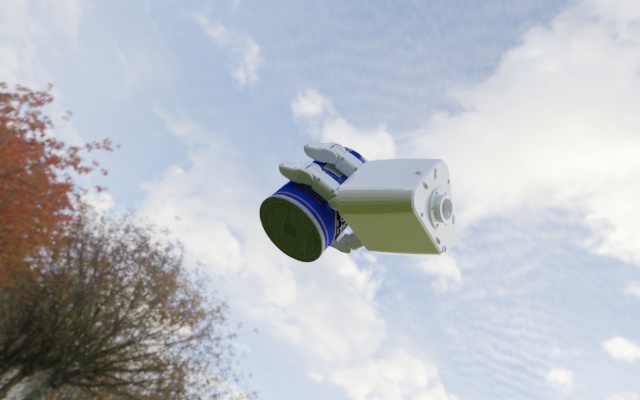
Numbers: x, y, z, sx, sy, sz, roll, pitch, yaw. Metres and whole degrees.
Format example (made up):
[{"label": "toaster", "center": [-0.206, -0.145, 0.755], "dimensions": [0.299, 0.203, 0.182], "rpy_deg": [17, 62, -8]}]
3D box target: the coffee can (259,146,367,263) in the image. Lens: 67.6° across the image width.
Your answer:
[{"label": "coffee can", "center": [0.000, 0.002, 0.653], "dimensions": [0.103, 0.103, 0.140], "rpy_deg": [0, 32, 42]}]
